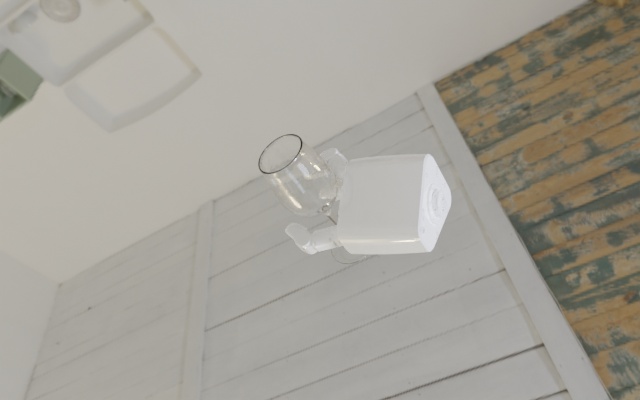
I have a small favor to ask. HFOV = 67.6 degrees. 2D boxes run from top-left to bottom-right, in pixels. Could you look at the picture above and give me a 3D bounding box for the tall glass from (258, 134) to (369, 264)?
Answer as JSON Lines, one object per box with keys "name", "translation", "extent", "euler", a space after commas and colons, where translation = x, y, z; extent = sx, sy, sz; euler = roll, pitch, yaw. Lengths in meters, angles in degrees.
{"name": "tall glass", "translation": [0.000, 0.003, 0.628], "extent": [0.079, 0.079, 0.201], "euler": [0, -35, 37]}
